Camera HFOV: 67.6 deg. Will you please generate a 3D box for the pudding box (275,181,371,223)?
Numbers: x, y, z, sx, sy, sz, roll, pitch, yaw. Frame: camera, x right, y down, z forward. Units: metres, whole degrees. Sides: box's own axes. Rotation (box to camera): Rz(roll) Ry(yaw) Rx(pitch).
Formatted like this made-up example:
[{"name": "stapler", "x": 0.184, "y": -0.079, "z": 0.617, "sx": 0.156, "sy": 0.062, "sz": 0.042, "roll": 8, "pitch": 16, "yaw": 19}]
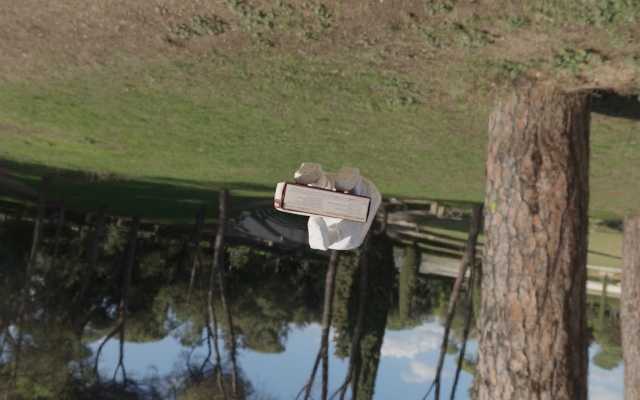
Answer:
[{"name": "pudding box", "x": 0.000, "y": 0.002, "z": 0.623, "sx": 0.113, "sy": 0.039, "sz": 0.090, "roll": 8, "pitch": -1, "yaw": -11}]
